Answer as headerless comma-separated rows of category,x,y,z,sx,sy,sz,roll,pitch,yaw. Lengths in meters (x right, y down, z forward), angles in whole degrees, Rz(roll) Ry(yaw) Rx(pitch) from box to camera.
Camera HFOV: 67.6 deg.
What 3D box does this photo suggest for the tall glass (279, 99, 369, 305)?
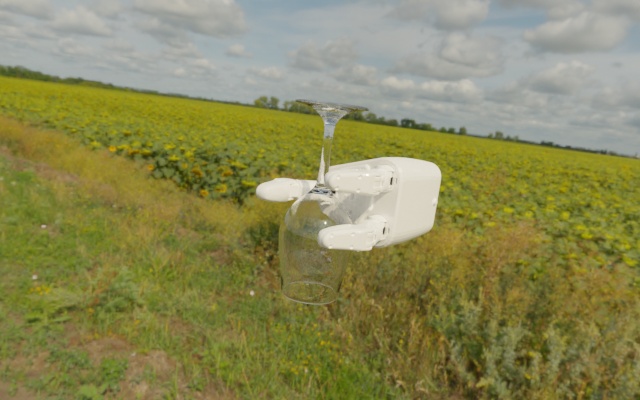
tall glass,0.000,0.001,0.492,0.079,0.201,0.079,7,10,-1
